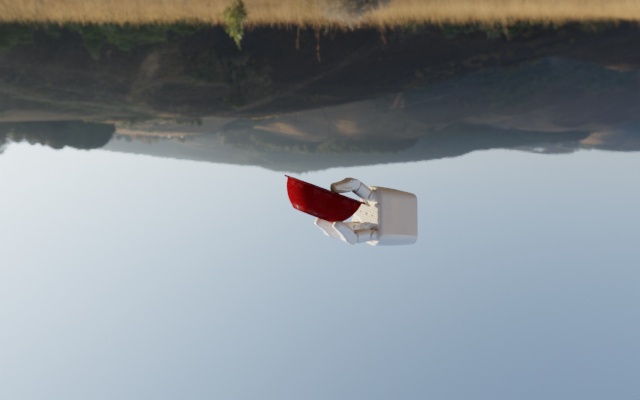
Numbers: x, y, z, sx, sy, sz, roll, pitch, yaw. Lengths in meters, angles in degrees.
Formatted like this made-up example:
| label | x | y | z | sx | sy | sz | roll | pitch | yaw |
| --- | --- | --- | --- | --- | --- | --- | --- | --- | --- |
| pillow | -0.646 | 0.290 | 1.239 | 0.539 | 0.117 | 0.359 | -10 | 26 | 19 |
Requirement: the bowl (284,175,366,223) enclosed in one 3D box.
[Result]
| label | x | y | z | sx | sy | sz | roll | pitch | yaw |
| --- | --- | --- | --- | --- | --- | --- | --- | --- | --- |
| bowl | -0.001 | 0.003 | 0.894 | 0.162 | 0.055 | 0.162 | 20 | 1 | 0 |
